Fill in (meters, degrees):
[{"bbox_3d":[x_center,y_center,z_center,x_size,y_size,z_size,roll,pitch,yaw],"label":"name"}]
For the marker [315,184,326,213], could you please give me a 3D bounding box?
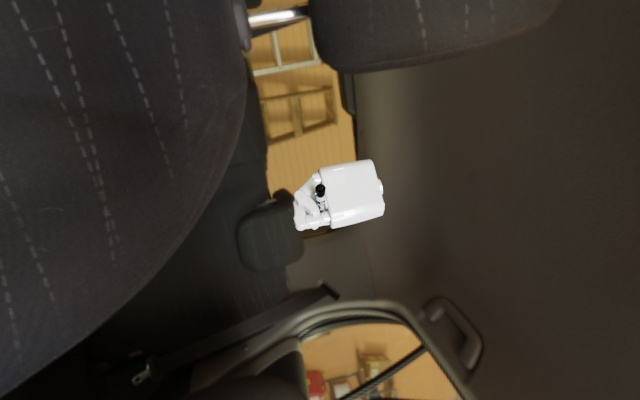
[{"bbox_3d":[0.000,0.003,0.880,0.020,0.020,0.121,0,-26,0],"label":"marker"}]
